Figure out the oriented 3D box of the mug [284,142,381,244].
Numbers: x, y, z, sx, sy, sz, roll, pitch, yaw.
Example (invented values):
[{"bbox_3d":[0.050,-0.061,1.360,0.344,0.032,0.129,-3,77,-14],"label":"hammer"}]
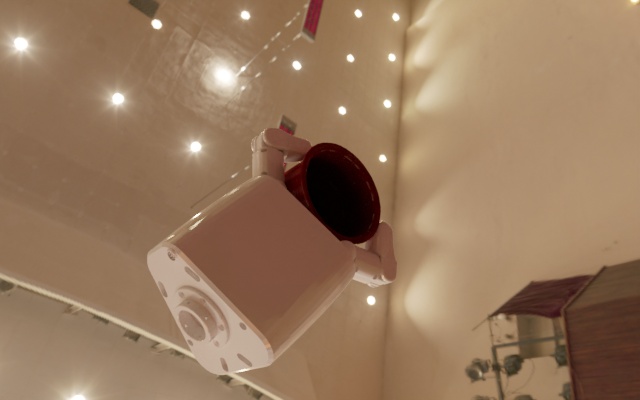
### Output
[{"bbox_3d":[0.001,0.001,0.443,0.081,0.093,0.117,-28,7,42],"label":"mug"}]
